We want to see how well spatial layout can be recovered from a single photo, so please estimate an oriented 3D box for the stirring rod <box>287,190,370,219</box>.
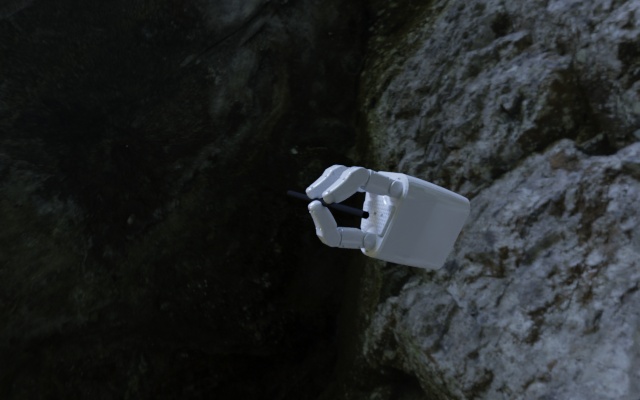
[{"bbox_3d":[0.000,0.002,0.583,0.011,0.011,0.239,0,6,-22],"label":"stirring rod"}]
